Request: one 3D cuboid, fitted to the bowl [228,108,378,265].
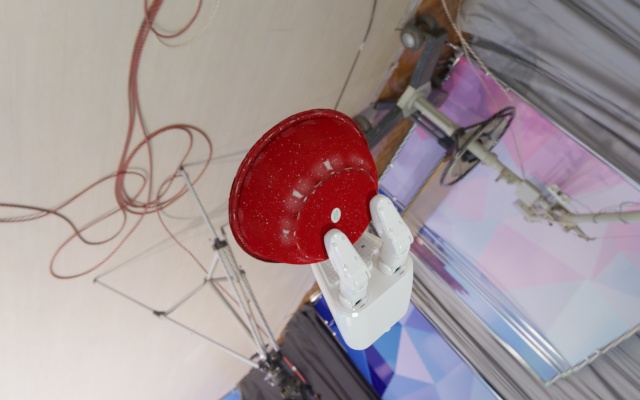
[{"bbox_3d":[0.000,0.001,0.436,0.162,0.162,0.055,0,26,-41],"label":"bowl"}]
